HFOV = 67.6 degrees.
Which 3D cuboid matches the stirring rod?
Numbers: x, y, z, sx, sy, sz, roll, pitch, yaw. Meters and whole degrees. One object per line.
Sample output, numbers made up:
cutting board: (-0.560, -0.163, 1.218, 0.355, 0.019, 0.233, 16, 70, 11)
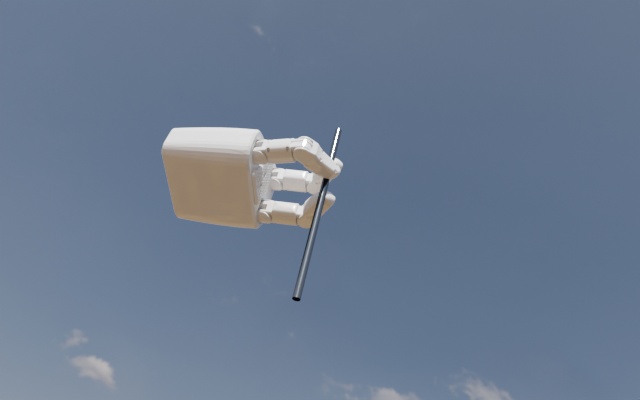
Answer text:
stirring rod: (0.000, 0.002, 0.514, 0.011, 0.239, 0.011, 8, -41, 7)
